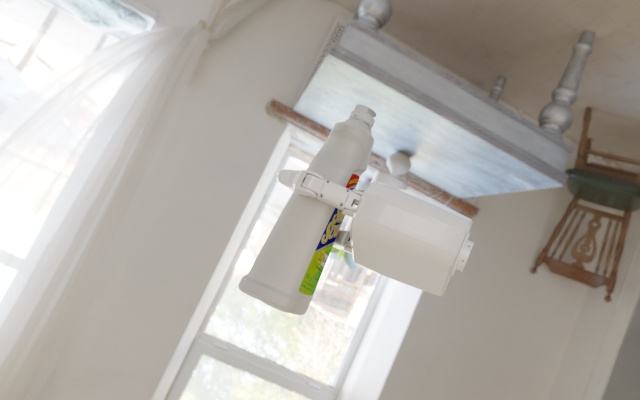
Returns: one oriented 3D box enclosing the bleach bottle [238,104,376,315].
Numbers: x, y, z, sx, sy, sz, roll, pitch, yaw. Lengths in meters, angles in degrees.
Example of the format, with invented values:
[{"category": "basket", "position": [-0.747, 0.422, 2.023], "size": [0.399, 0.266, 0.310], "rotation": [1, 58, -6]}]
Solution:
[{"category": "bleach bottle", "position": [0.000, 0.002, 0.545], "size": [0.068, 0.251, 0.102], "rotation": [22, -10, 18]}]
